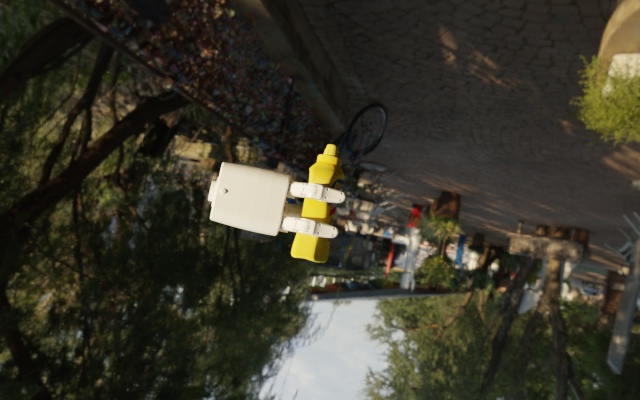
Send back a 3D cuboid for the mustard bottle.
[{"bbox_3d":[0.000,0.003,0.779,0.058,0.191,0.096,10,-6,12],"label":"mustard bottle"}]
